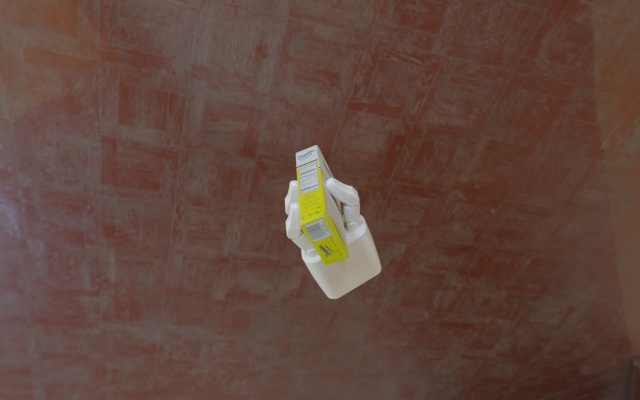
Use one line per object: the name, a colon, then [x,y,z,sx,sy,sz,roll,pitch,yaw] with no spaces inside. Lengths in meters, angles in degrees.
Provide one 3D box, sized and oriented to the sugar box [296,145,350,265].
sugar box: [0.000,0.003,0.732,0.048,0.093,0.176,-22,37,9]
